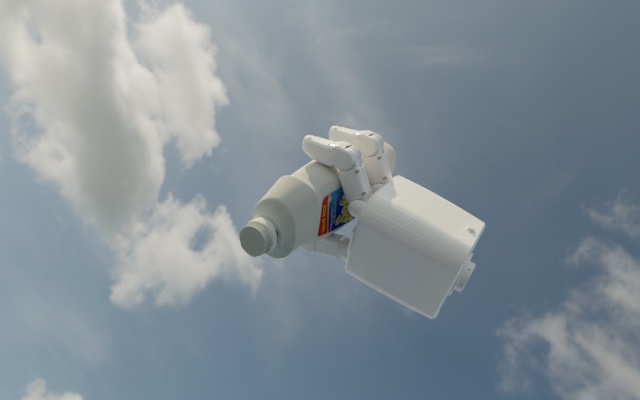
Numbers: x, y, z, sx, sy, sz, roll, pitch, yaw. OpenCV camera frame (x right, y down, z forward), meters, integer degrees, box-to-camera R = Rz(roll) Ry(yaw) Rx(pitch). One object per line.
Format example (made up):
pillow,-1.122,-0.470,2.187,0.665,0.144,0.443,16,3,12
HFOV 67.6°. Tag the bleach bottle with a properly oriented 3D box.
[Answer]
bleach bottle,0.000,0.002,0.509,0.068,0.103,0.250,29,31,18
